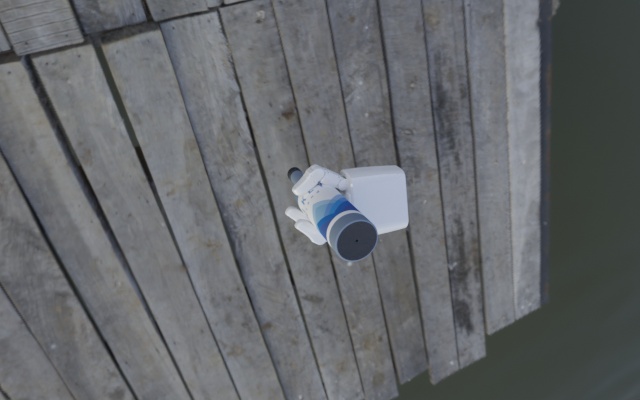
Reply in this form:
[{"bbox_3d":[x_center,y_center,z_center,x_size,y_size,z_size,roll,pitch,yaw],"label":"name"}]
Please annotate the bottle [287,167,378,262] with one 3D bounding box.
[{"bbox_3d":[0.000,0.003,0.798,0.069,0.069,0.295,0,22,-22],"label":"bottle"}]
